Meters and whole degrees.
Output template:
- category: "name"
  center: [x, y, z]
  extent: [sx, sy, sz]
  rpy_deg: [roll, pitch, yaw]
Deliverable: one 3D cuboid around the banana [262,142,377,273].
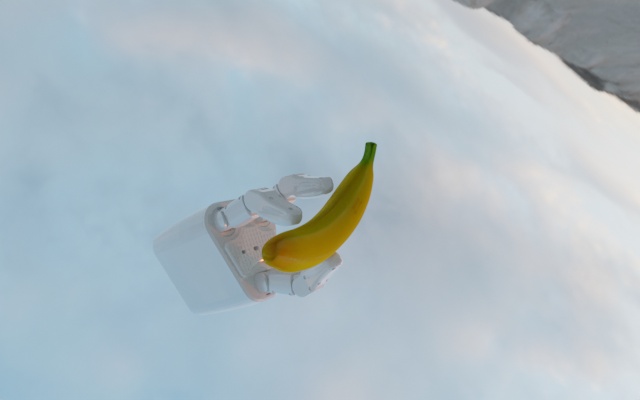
- category: "banana"
  center: [0.005, 0.016, 0.435]
  extent: [0.037, 0.070, 0.197]
  rpy_deg: [5, 33, 28]
